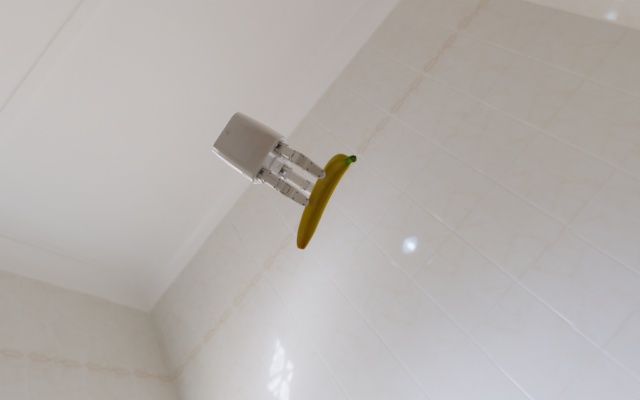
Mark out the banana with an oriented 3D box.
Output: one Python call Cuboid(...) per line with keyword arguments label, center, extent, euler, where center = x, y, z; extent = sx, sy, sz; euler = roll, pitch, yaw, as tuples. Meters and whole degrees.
Cuboid(label="banana", center=(0.002, -0.007, 0.833), extent=(0.037, 0.198, 0.069), euler=(25, 22, -8))
